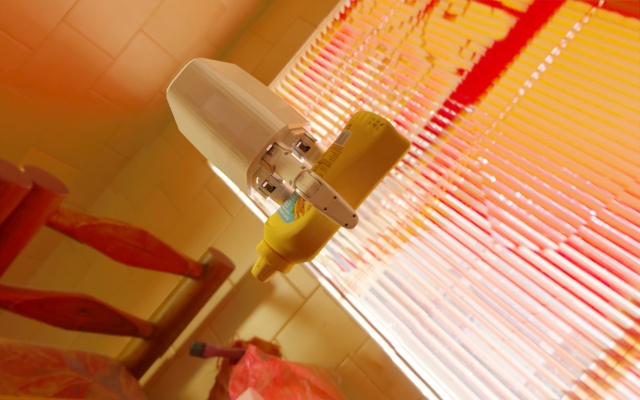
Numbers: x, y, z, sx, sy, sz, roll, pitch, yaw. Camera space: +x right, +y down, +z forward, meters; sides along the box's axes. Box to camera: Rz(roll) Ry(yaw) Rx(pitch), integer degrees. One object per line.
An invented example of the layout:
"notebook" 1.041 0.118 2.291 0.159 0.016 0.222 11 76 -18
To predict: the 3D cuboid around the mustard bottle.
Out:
"mustard bottle" 0.001 0.002 0.465 0.058 0.191 0.096 40 1 -20
